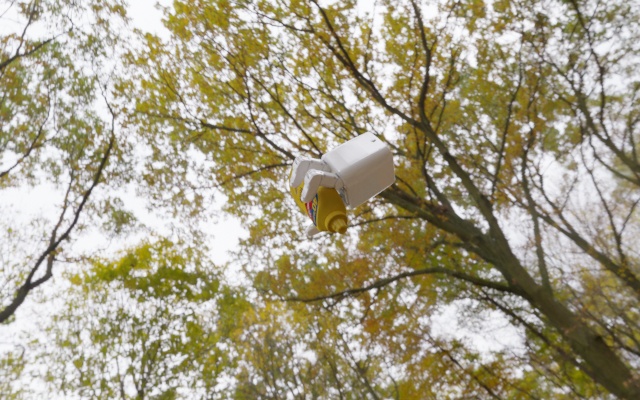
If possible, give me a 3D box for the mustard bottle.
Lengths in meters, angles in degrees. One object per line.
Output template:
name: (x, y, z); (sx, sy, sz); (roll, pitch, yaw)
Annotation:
mustard bottle: (0.000, 0.003, 0.895); (0.058, 0.096, 0.191); (-11, 35, -23)
